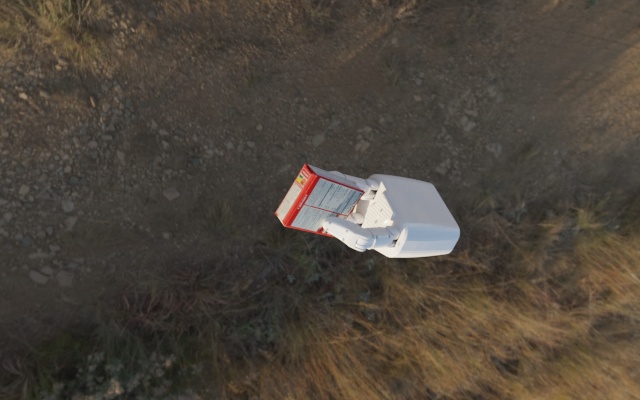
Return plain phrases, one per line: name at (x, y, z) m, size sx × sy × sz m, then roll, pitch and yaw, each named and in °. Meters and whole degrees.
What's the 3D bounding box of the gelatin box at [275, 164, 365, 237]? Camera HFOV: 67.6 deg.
gelatin box at (0.000, 0.002, 0.579) m, size 0.089 × 0.073 × 0.030 m, roll 16°, pitch 24°, yaw -44°
